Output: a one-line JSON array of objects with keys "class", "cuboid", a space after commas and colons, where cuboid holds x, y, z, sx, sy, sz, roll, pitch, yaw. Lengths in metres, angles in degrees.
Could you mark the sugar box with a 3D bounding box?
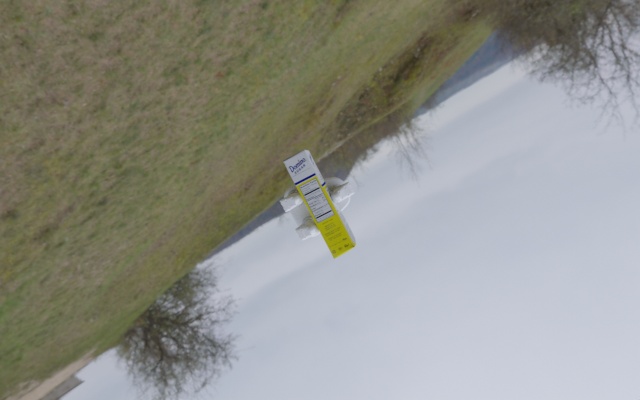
[{"class": "sugar box", "cuboid": [0.000, 0.003, 0.790, 0.048, 0.176, 0.093, -30, 3, 5]}]
